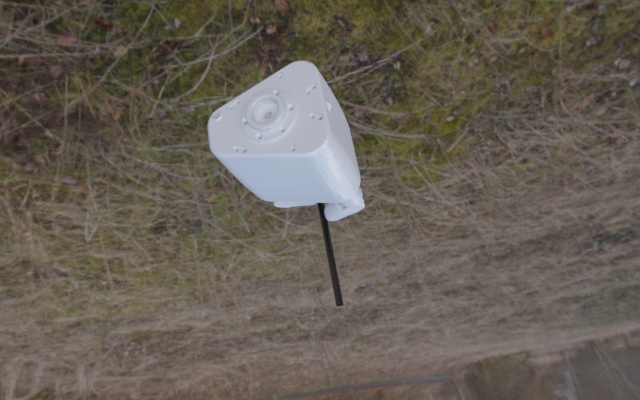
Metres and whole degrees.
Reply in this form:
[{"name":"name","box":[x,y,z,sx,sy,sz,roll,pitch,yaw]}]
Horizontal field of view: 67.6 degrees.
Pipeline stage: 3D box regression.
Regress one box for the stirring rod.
[{"name":"stirring rod","box":[0.000,0.002,0.552,0.011,0.239,0.011,-9,-22,-4]}]
